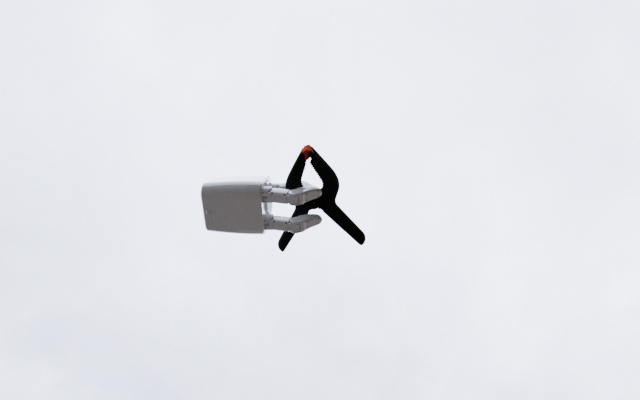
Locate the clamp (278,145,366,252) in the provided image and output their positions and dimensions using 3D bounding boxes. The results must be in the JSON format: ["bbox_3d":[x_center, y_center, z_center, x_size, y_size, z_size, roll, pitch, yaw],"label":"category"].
[{"bbox_3d":[0.000,0.002,0.856,0.164,0.210,0.036,0,28,2],"label":"clamp"}]
